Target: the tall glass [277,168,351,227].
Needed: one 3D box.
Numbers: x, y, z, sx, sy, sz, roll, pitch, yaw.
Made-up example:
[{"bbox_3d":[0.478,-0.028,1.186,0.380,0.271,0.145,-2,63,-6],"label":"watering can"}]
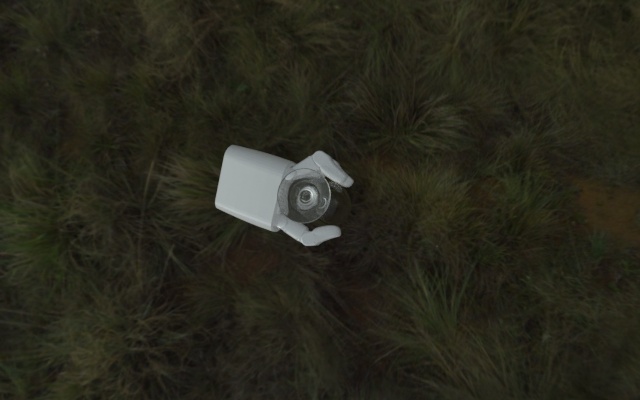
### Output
[{"bbox_3d":[0.000,0.002,0.732,0.079,0.079,0.201,0,-5,14],"label":"tall glass"}]
